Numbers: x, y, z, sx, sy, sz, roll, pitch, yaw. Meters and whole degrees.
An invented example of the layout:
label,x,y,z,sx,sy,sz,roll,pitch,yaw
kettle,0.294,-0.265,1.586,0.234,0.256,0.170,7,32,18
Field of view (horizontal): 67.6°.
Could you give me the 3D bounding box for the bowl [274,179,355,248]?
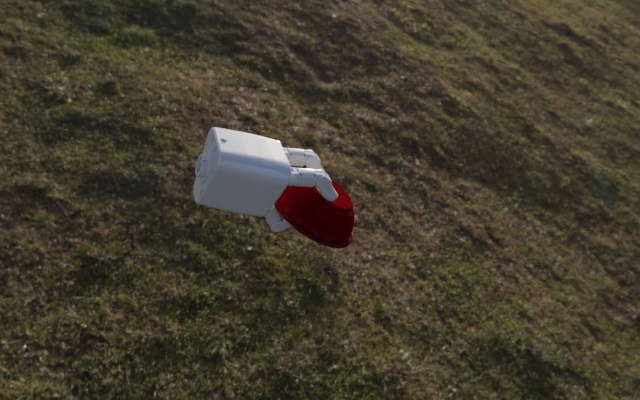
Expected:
label,x,y,z,sx,sy,sz,roll,pitch,yaw
bowl,0.001,0.002,0.781,0.162,0.055,0.162,31,23,-15
